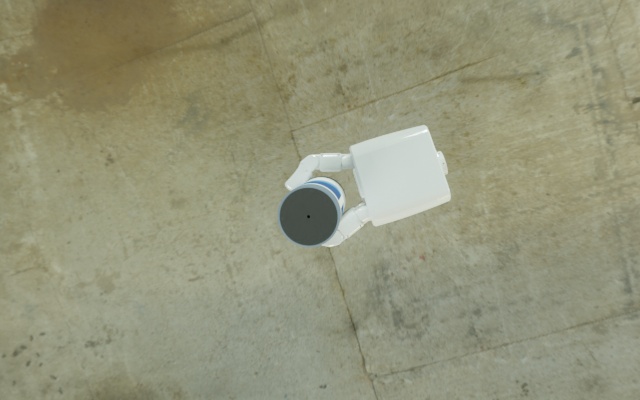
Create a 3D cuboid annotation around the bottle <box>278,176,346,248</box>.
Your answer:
[{"bbox_3d":[0.000,0.002,0.648,0.069,0.069,0.295,0,6,5],"label":"bottle"}]
